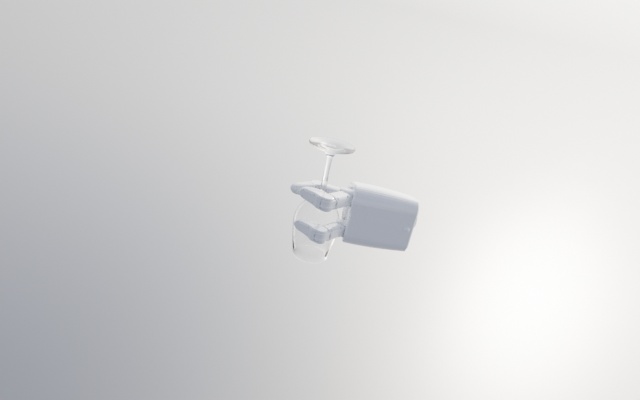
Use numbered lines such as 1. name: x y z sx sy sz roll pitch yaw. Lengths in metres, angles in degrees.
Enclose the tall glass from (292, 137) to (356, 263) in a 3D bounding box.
1. tall glass: 0.000 0.002 0.783 0.079 0.201 0.079 10 23 -5
